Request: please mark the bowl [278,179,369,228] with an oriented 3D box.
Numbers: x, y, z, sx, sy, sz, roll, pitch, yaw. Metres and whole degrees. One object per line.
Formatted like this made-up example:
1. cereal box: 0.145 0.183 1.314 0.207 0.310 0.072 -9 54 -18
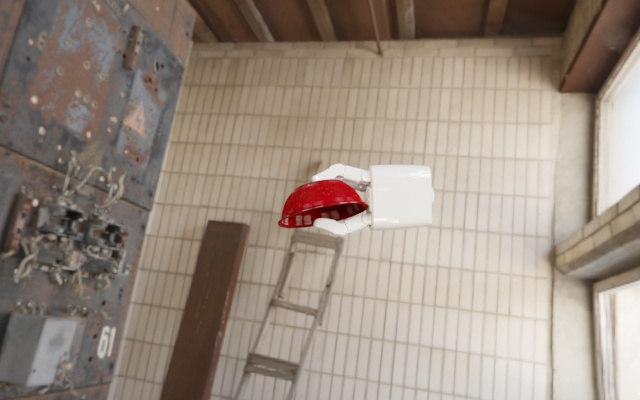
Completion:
1. bowl: -0.001 0.002 0.838 0.162 0.055 0.162 -12 -13 -3
